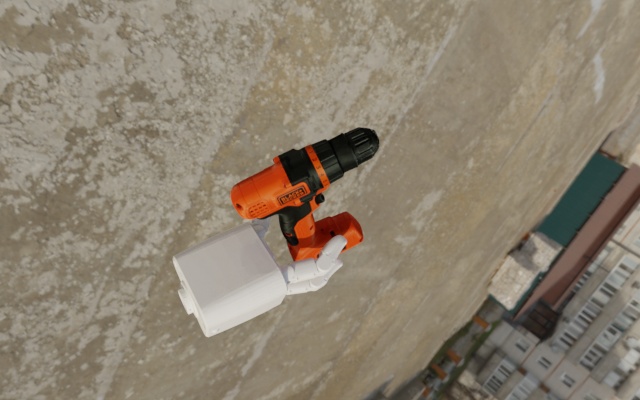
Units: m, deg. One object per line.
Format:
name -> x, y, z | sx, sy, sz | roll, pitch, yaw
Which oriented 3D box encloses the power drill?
power drill -> 0.000, 0.002, 0.608 | 0.184, 0.057, 0.188 | -24, -38, 0
